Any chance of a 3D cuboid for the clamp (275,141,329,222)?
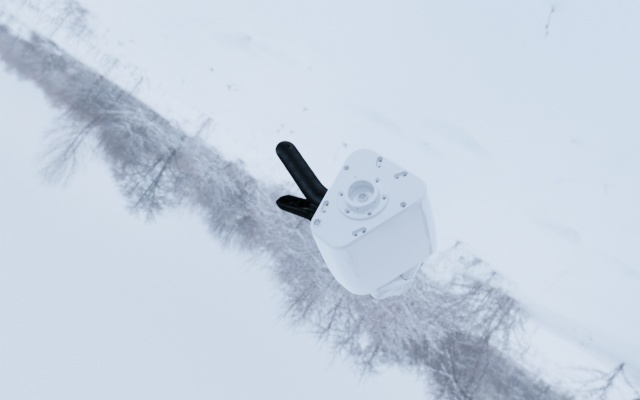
[{"bbox_3d":[0.000,0.002,0.587,0.171,0.120,0.039,32,61,31],"label":"clamp"}]
